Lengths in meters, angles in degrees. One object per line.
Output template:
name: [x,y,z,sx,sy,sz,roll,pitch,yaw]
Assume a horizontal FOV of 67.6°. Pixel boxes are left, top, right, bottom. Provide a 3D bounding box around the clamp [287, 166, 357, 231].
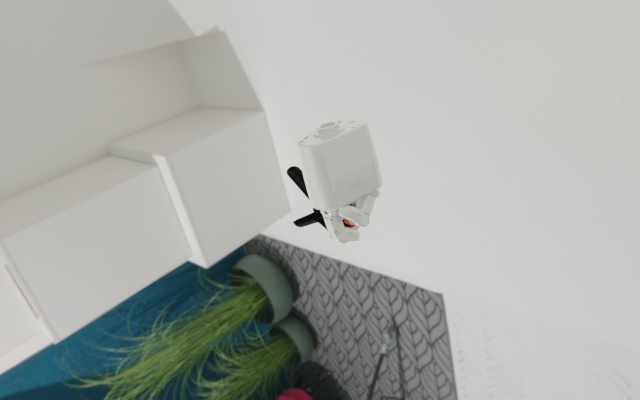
clamp: [0.000,0.003,0.828,0.171,0.120,0.039,9,34,45]
